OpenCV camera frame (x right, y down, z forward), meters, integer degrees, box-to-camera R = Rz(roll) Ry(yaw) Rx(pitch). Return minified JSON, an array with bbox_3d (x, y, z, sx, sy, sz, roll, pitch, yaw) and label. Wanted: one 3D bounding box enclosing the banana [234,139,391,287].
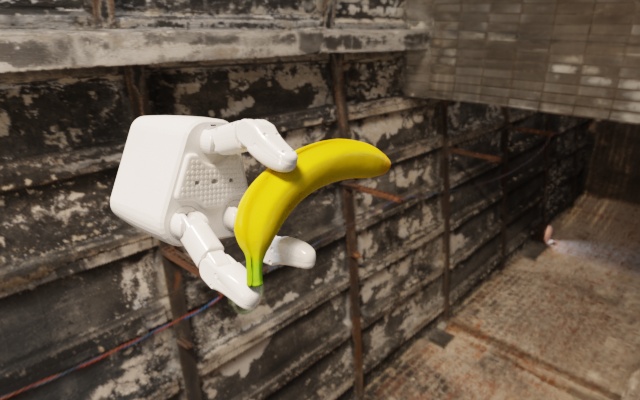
[{"bbox_3d":[-0.007,-0.013,0.405,0.037,0.070,0.197,8,36,43],"label":"banana"}]
